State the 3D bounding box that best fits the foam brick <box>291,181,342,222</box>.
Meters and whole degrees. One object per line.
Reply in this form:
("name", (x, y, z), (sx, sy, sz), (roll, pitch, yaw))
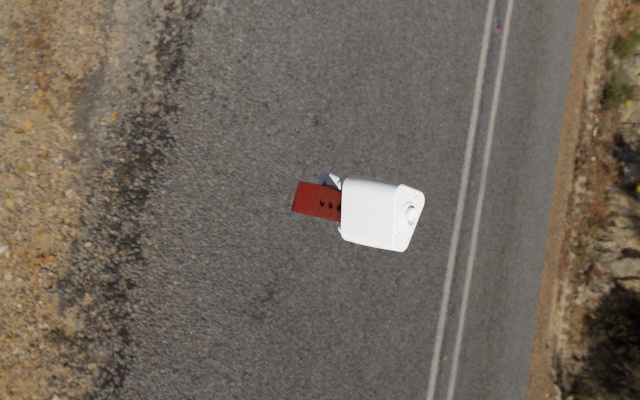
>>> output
("foam brick", (0.000, 0.003, 0.801), (0.051, 0.053, 0.078), (12, -2, 41))
